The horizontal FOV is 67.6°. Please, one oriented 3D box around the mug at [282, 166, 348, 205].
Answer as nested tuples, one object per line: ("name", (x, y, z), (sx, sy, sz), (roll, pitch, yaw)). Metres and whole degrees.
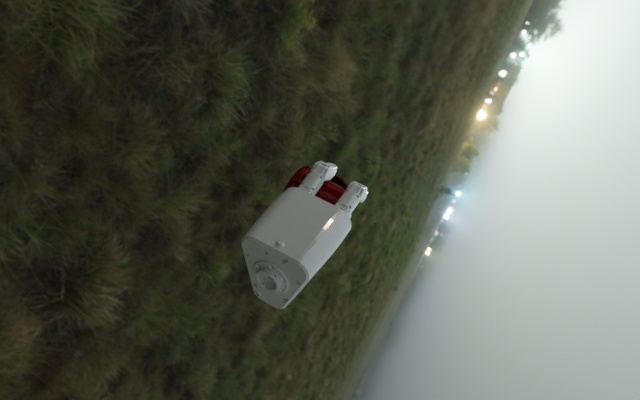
("mug", (0.001, 0.002, 0.695), (0.081, 0.093, 0.117), (28, 46, 14))
